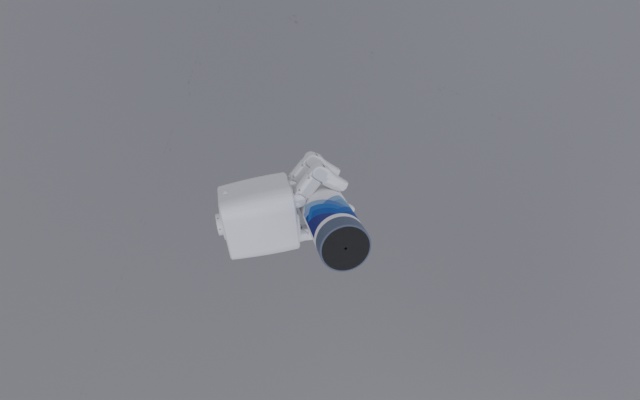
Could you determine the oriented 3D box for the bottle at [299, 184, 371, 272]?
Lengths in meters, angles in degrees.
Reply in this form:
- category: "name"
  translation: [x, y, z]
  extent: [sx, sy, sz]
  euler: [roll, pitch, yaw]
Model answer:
- category: "bottle"
  translation: [0.000, 0.002, 0.720]
  extent: [0.069, 0.069, 0.295]
  euler: [0, 23, -13]
